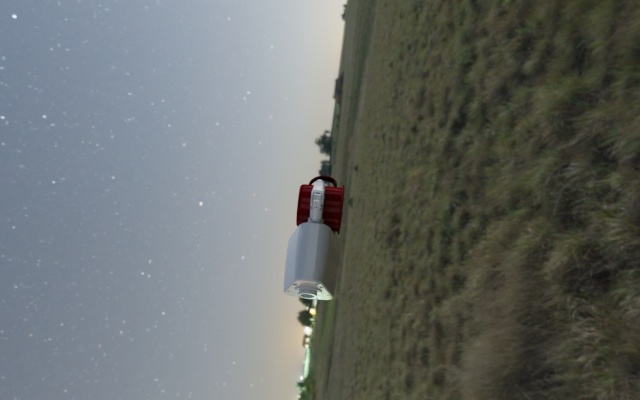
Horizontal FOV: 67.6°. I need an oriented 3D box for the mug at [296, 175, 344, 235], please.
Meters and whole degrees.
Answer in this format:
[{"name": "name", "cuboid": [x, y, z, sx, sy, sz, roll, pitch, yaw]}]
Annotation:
[{"name": "mug", "cuboid": [0.000, 0.002, 0.893, 0.081, 0.117, 0.093, 6, -29, 0]}]
